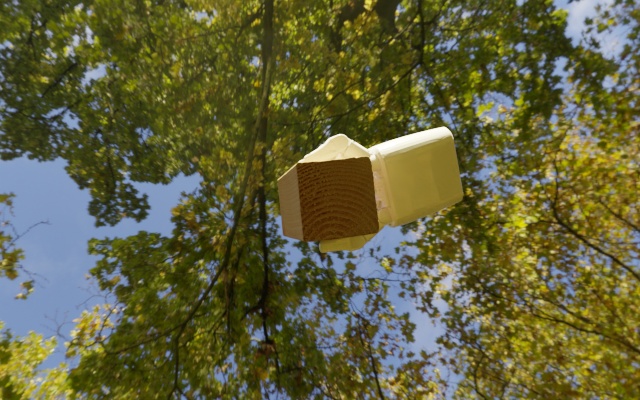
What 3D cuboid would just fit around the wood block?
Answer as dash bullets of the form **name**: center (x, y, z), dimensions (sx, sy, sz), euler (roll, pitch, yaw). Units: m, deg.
- **wood block**: center (0.001, 0.002, 0.633), dimensions (0.090, 0.091, 0.206), euler (-6, -2, -11)
